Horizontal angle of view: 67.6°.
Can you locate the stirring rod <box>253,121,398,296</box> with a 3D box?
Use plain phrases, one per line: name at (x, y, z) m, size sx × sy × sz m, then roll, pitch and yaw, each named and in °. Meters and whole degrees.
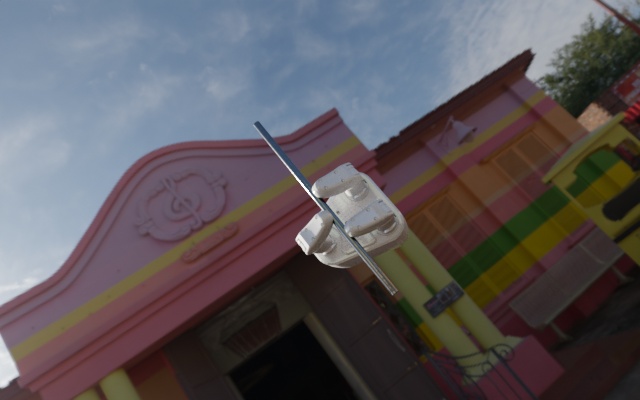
stirring rod at (0.000, 0.002, 0.500) m, size 0.011 × 0.239 × 0.011 m, roll -35°, pitch -19°, yaw -14°
